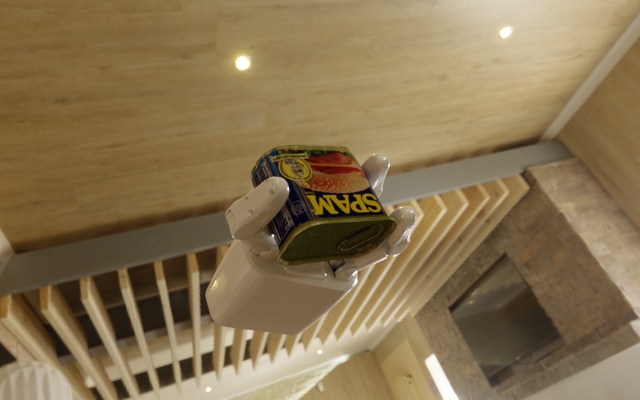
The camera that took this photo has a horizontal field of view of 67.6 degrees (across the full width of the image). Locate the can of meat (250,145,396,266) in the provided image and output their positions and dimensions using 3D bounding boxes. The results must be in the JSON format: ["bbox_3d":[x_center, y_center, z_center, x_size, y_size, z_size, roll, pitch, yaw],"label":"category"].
[{"bbox_3d":[0.000,0.001,0.401,0.102,0.084,0.057,-2,-37,-36],"label":"can of meat"}]
